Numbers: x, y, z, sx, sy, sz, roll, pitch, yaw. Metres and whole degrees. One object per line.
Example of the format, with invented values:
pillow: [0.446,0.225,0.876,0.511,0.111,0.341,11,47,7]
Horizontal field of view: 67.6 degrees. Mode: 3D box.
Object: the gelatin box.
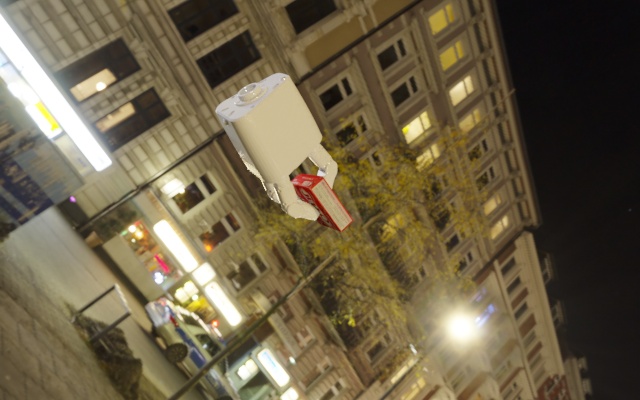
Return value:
gelatin box: [0.001,0.002,0.720,0.030,0.089,0.073,-43,23,-16]
